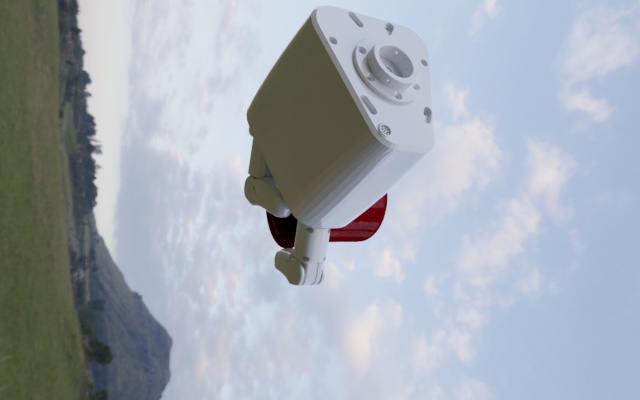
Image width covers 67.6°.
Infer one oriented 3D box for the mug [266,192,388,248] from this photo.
[{"bbox_3d":[0.000,0.002,0.437,0.081,0.093,0.117,3,-26,-29],"label":"mug"}]
